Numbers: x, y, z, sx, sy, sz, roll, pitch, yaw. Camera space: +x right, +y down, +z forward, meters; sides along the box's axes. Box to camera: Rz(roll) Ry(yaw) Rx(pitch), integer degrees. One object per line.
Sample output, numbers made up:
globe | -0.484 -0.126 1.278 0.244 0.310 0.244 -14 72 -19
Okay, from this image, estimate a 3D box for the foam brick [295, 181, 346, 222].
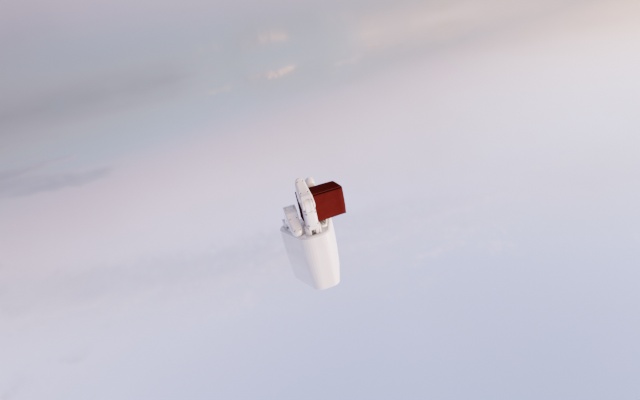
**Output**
foam brick | 0.000 0.003 0.860 0.078 0.051 0.053 -17 18 -10
